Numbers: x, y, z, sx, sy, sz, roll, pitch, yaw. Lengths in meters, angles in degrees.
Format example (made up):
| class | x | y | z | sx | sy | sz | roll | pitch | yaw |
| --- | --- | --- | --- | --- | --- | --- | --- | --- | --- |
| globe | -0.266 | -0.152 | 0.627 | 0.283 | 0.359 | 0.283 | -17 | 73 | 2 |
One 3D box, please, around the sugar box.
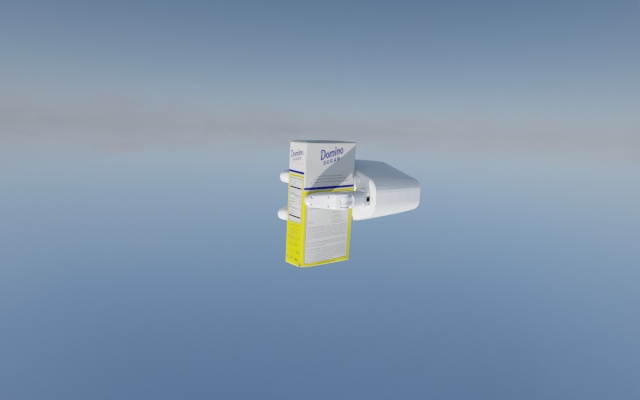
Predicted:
| class | x | y | z | sx | sy | sz | roll | pitch | yaw |
| --- | --- | --- | --- | --- | --- | --- | --- | --- | --- |
| sugar box | 0.000 | 0.002 | 0.687 | 0.093 | 0.176 | 0.048 | -5 | 11 | -39 |
